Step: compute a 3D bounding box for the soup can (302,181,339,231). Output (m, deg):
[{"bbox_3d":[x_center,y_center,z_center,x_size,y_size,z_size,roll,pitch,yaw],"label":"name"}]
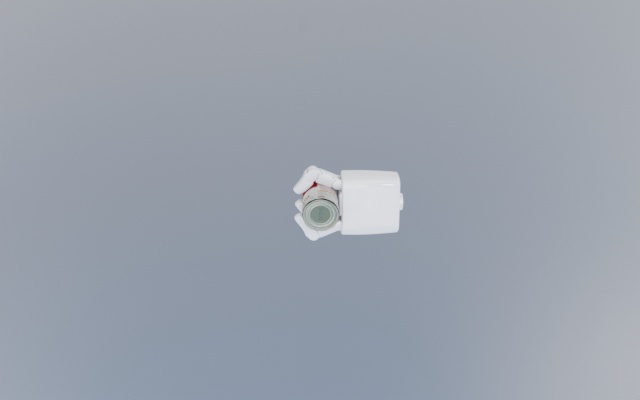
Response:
[{"bbox_3d":[0.000,0.003,0.879,0.068,0.068,0.102,0,29,-1],"label":"soup can"}]
